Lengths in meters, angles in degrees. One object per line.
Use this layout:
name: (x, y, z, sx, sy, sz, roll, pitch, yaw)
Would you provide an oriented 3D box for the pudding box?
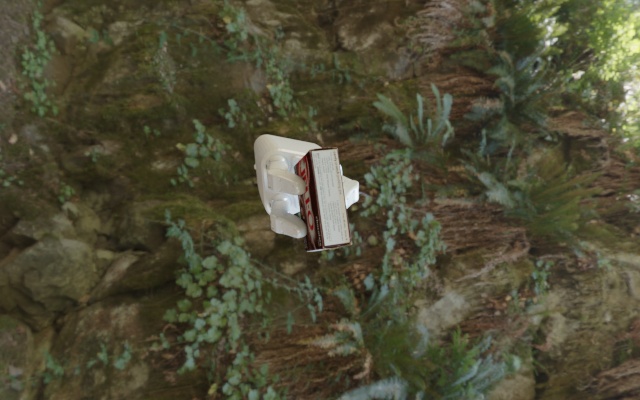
pudding box: (0.000, 0.002, 0.560, 0.039, 0.113, 0.090, -9, -5, -14)
